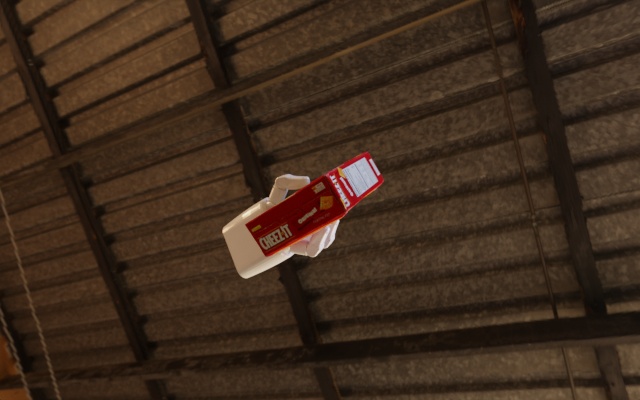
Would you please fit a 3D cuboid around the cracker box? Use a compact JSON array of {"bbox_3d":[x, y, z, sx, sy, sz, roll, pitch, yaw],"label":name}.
[{"bbox_3d":[0.000,0.002,0.798,0.164,0.072,0.213,-31,1,27],"label":"cracker box"}]
